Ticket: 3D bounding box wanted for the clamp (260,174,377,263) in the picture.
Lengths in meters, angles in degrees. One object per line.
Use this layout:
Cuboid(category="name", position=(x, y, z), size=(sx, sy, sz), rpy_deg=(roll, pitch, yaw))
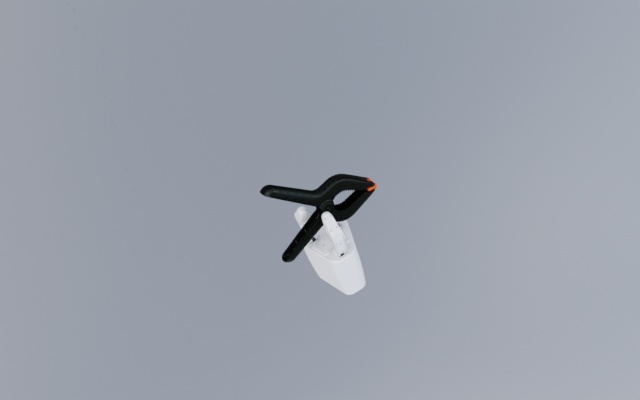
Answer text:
Cuboid(category="clamp", position=(0.001, 0.003, 0.833), size=(0.210, 0.165, 0.036), rpy_deg=(-30, 39, -10))
